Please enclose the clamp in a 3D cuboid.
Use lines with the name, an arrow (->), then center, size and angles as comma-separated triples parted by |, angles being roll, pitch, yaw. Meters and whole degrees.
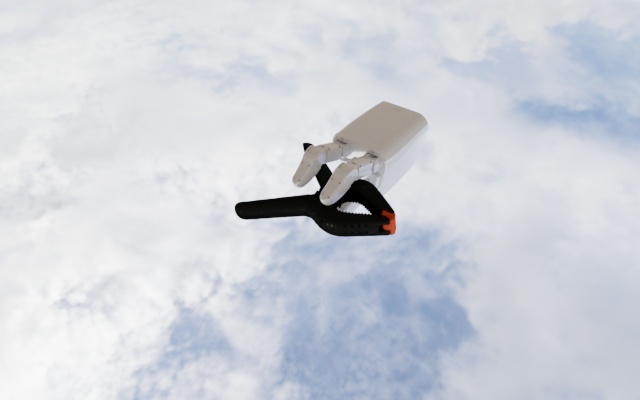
clamp -> 0.001, 0.003, 0.630 | 0.210, 0.036, 0.164 | 28, 56, 35
